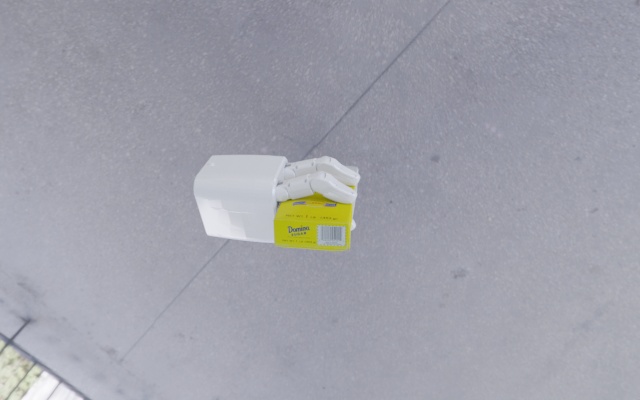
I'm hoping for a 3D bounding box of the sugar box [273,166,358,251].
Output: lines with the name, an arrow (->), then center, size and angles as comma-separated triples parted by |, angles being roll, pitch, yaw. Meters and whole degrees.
sugar box -> 0.000, 0.002, 0.642 | 0.093, 0.048, 0.176 | 4, 29, 5
